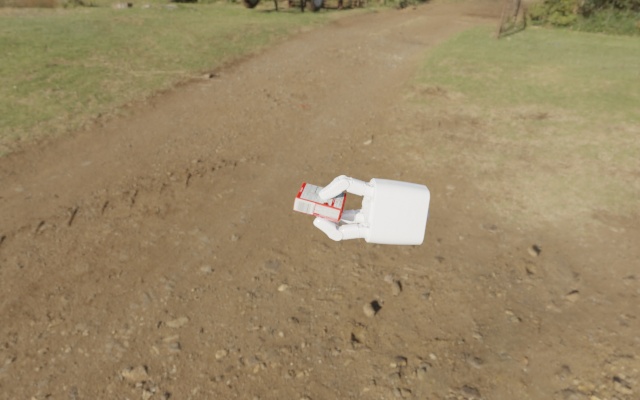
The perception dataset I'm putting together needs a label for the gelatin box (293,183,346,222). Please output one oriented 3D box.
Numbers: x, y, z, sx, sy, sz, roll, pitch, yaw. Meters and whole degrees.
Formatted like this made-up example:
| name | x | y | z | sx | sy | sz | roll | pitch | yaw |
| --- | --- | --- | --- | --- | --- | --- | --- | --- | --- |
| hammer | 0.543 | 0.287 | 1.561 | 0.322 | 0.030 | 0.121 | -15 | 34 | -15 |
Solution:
| name | x | y | z | sx | sy | sz | roll | pitch | yaw |
| --- | --- | --- | --- | --- | --- | --- | --- | --- | --- |
| gelatin box | 0.000 | 0.002 | 0.888 | 0.089 | 0.030 | 0.073 | 15 | 26 | 2 |
